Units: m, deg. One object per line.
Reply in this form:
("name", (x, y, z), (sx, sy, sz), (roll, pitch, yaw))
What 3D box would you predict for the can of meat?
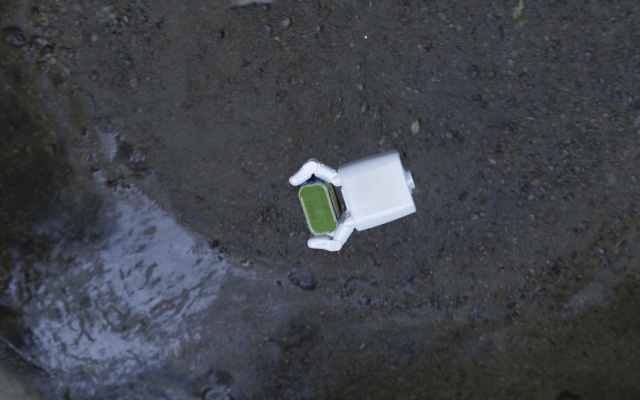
("can of meat", (0.000, 0.003, 0.855), (0.057, 0.102, 0.084), (-15, 17, 10))
